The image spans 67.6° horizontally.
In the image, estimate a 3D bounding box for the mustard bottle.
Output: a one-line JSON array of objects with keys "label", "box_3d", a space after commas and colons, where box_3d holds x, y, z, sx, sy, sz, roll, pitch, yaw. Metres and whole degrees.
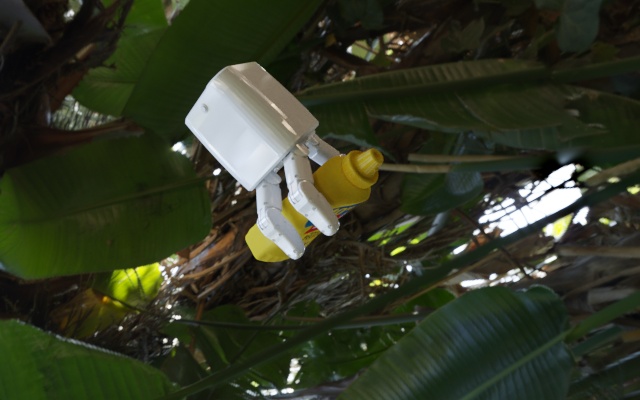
[{"label": "mustard bottle", "box_3d": [0.000, 0.002, 0.539, 0.096, 0.058, 0.192, -14, -20, -48]}]
